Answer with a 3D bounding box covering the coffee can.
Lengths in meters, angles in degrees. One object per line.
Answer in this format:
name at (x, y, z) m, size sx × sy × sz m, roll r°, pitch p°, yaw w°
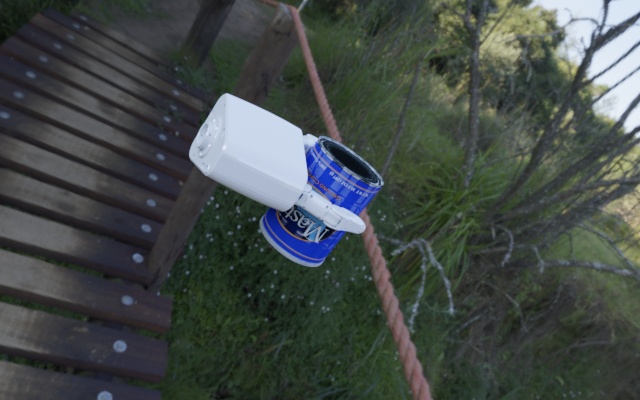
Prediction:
coffee can at (0.000, 0.002, 0.628) m, size 0.103 × 0.140 × 0.102 m, roll 32°, pitch 19°, yaw -13°
